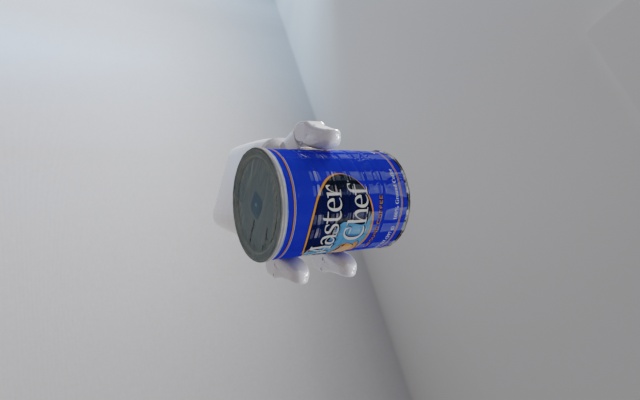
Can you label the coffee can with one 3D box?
[{"bbox_3d":[0.000,0.001,0.460,0.140,0.103,0.103,-3,1,-32],"label":"coffee can"}]
